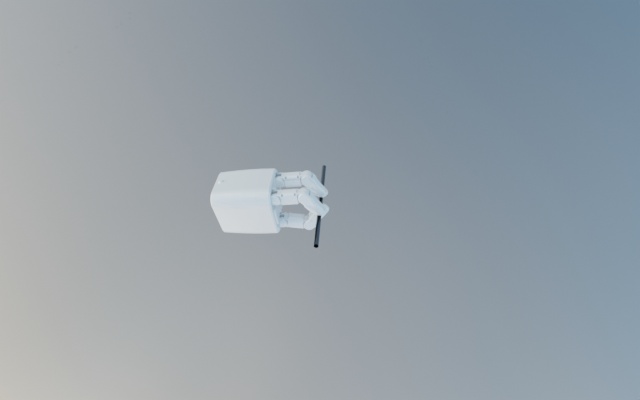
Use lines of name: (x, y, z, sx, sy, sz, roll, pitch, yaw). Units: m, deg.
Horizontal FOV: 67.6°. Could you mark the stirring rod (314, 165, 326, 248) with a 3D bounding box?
stirring rod: (0.000, 0.003, 0.867, 0.011, 0.011, 0.239, 0, 36, 4)
